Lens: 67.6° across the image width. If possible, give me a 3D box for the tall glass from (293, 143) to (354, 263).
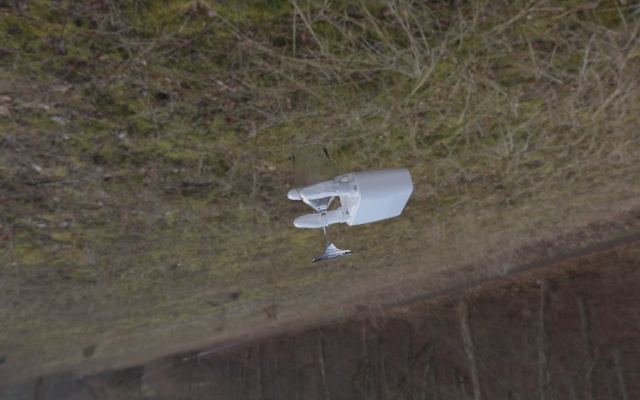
[{"bbox_3d":[0.000,0.003,0.842,0.079,0.201,0.079,-12,-14,-3],"label":"tall glass"}]
